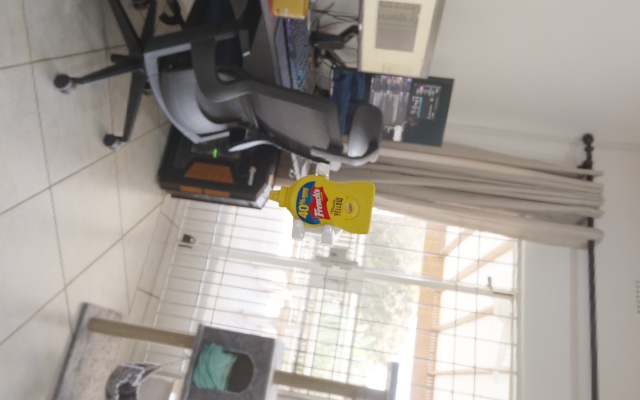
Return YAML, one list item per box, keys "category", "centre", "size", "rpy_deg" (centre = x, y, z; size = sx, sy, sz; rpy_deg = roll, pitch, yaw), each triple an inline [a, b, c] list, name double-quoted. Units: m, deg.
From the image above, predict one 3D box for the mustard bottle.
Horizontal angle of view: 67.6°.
- category: "mustard bottle"
  centre: [0.000, 0.003, 0.877]
  size: [0.191, 0.096, 0.058]
  rpy_deg: [8, 10, 5]
